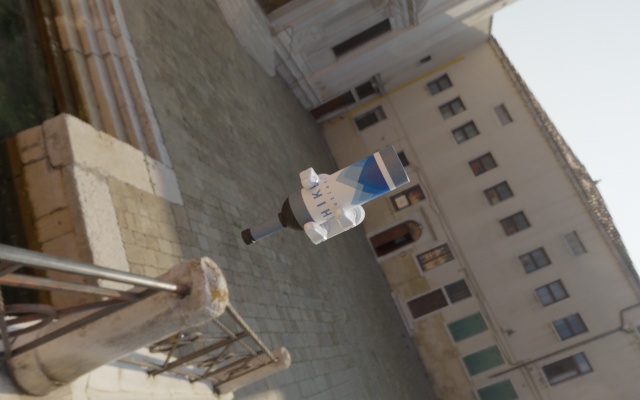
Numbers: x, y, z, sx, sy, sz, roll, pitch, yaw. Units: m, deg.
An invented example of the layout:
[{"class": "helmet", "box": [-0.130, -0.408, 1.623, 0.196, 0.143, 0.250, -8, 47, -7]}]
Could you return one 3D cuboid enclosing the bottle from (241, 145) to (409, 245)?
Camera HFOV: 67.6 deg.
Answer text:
[{"class": "bottle", "box": [0.000, 0.002, 0.801, 0.296, 0.069, 0.069, -26, -5, 10]}]
